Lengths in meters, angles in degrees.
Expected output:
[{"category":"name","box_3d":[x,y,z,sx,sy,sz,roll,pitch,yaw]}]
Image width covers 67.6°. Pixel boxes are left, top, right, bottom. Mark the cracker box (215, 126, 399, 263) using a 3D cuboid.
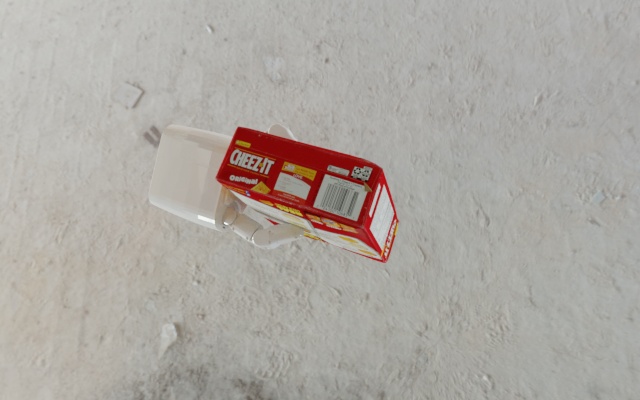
[{"category":"cracker box","box_3d":[0.000,0.002,0.561,0.164,0.072,0.214,17,-11,18]}]
